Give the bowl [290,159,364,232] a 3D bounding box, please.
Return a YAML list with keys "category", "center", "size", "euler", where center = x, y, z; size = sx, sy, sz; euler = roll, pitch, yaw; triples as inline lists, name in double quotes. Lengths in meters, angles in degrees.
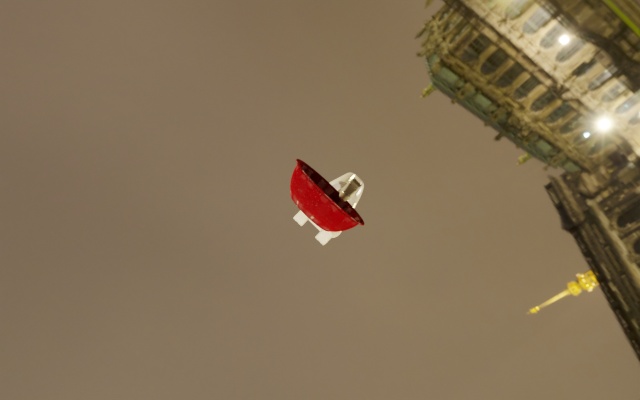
- category: "bowl"
  center: [-0.001, 0.003, 0.820]
  size: [0.162, 0.055, 0.162]
  euler: [43, 8, -7]
